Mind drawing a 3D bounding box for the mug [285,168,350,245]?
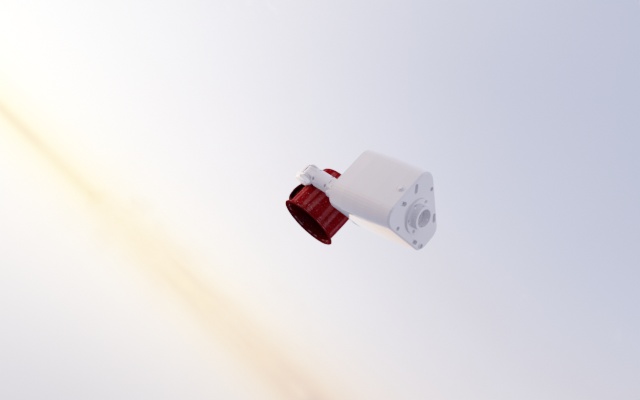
[{"bbox_3d":[-0.001,0.002,0.728,0.117,0.081,0.093,26,-25,44],"label":"mug"}]
